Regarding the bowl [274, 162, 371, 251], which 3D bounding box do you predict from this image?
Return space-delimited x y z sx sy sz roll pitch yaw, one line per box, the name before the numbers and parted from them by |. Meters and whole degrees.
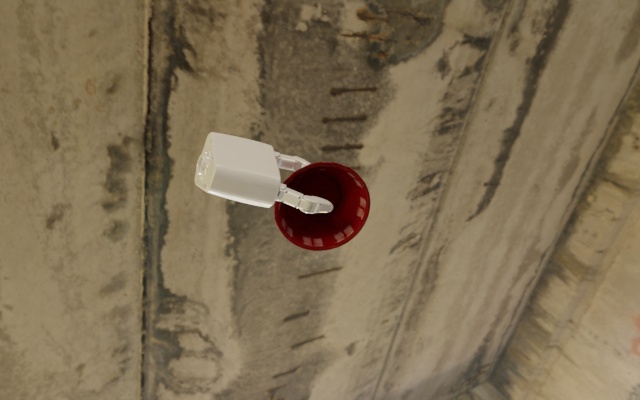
bowl | 0.001 0.003 0.809 0.162 0.162 0.055 0 24 -10
